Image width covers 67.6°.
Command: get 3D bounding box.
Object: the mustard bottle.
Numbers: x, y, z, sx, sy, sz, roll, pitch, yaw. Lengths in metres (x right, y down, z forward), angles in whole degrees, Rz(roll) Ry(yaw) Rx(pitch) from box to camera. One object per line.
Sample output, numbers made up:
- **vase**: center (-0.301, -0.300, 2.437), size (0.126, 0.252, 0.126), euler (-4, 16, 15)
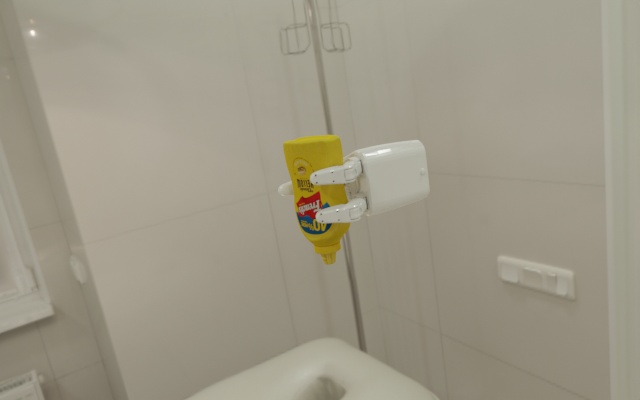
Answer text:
- **mustard bottle**: center (0.000, 0.002, 0.706), size (0.096, 0.192, 0.058), euler (4, 18, 44)
